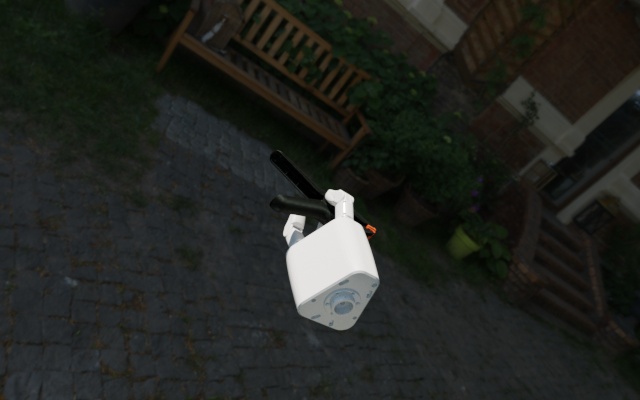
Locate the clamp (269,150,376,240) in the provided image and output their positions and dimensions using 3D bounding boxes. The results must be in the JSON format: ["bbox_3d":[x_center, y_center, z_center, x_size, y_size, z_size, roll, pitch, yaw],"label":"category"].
[{"bbox_3d":[0.001,0.002,0.767,0.210,0.036,0.164,29,25,-28],"label":"clamp"}]
